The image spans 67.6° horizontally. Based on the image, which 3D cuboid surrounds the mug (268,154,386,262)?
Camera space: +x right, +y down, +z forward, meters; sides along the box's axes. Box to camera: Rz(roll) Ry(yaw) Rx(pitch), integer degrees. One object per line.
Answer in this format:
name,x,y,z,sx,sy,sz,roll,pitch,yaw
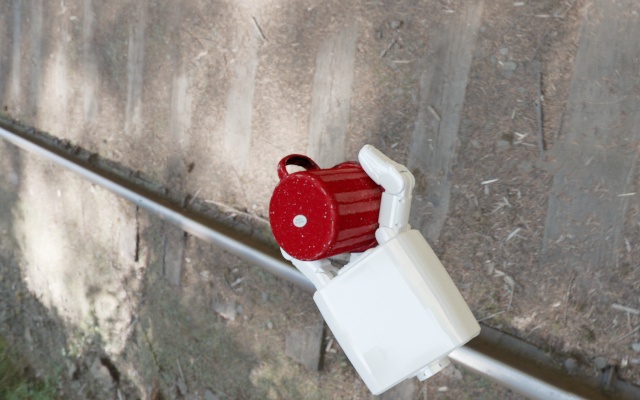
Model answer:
mug,-0.001,0.000,0.452,0.081,0.117,0.093,-9,-29,-51
